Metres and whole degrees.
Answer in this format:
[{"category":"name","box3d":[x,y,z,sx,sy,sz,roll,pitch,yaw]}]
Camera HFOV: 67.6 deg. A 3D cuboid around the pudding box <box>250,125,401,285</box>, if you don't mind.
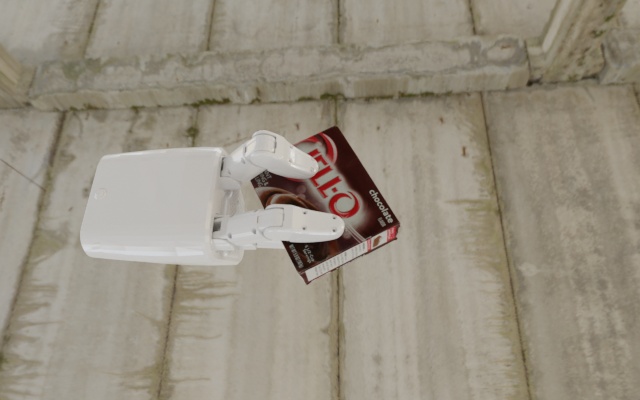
[{"category":"pudding box","box3d":[0.000,0.001,0.403,0.090,0.113,0.039,-26,-25,-7]}]
